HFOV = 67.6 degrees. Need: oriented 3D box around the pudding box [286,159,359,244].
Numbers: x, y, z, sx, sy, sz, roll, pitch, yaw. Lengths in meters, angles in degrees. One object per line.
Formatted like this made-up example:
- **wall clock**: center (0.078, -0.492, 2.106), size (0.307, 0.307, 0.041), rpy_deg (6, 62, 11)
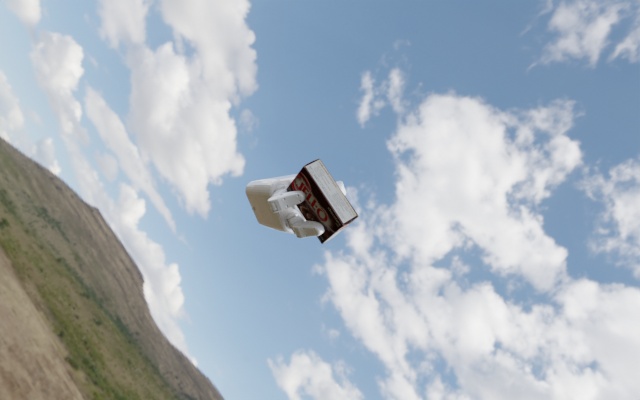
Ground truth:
- **pudding box**: center (0.000, 0.002, 0.759), size (0.039, 0.113, 0.090), rpy_deg (-32, -8, -30)
